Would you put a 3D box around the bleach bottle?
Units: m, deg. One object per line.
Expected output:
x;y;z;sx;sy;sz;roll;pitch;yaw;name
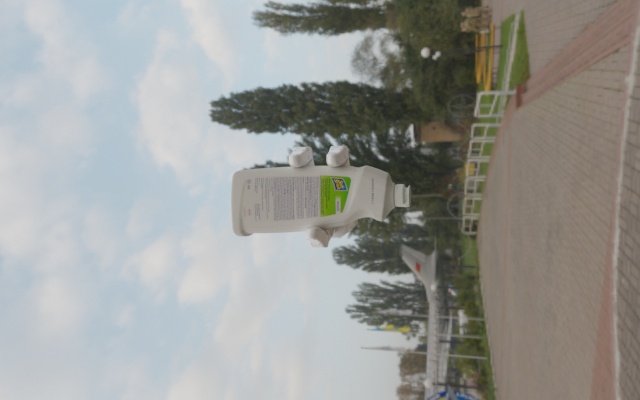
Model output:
0.000;0.002;0.677;0.251;0.102;0.068;0;3;16;bleach bottle
